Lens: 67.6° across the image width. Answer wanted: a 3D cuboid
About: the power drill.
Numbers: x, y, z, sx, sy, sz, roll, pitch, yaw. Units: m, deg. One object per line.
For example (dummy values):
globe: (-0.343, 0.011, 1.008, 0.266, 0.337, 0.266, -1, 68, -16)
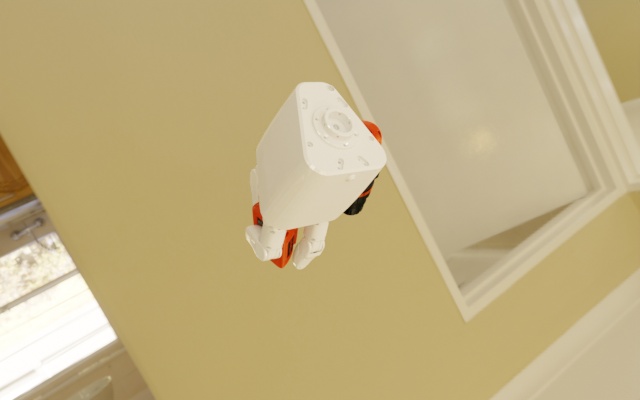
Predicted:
power drill: (0.000, 0.002, 0.620, 0.187, 0.057, 0.185, -40, -24, -25)
